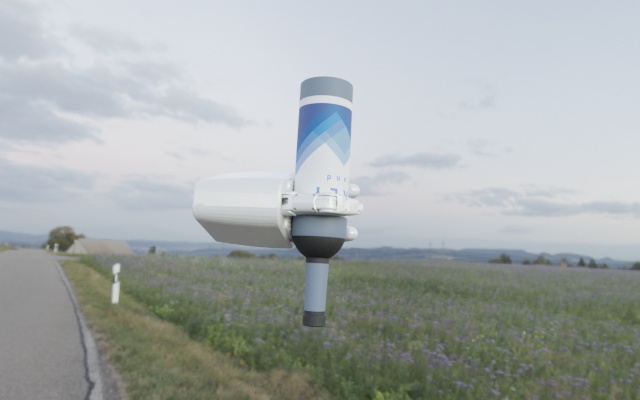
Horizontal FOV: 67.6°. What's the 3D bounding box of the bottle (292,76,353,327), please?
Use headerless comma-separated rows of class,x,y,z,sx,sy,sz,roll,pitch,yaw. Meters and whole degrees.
bottle,0.000,0.002,0.582,0.069,0.295,0.069,3,-7,0
